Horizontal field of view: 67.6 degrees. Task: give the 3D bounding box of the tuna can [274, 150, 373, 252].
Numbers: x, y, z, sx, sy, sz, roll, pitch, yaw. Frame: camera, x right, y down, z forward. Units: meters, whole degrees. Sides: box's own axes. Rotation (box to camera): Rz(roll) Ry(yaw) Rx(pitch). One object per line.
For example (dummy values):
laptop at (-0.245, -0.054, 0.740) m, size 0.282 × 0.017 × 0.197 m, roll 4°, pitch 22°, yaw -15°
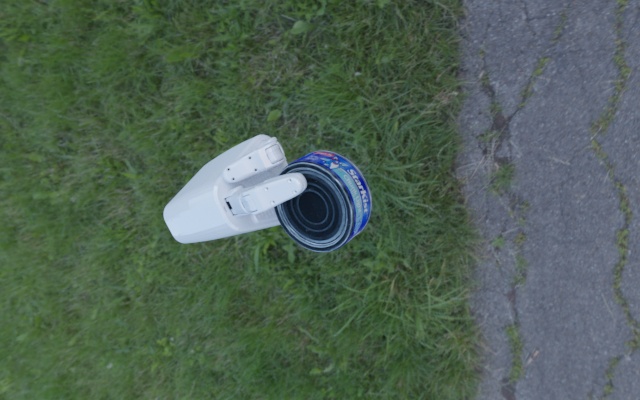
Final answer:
tuna can at (0.000, 0.002, 0.419) m, size 0.086 × 0.086 × 0.033 m, roll 0°, pitch 20°, yaw 35°
